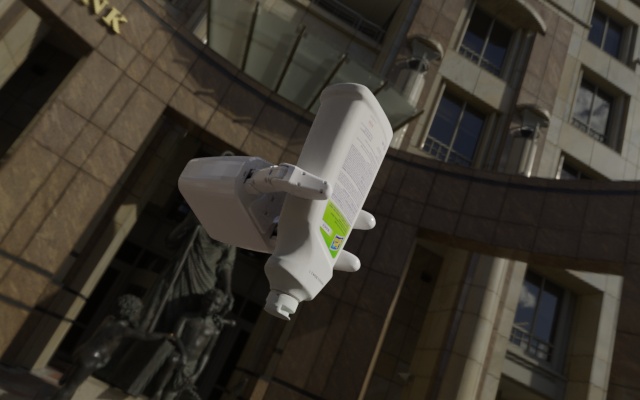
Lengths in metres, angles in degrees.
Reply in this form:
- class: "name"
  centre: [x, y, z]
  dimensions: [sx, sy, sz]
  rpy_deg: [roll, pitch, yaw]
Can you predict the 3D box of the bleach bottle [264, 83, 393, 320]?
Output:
- class: "bleach bottle"
  centre: [0.000, 0.002, 0.510]
  dimensions: [0.068, 0.250, 0.103]
  rpy_deg: [5, -30, 38]
